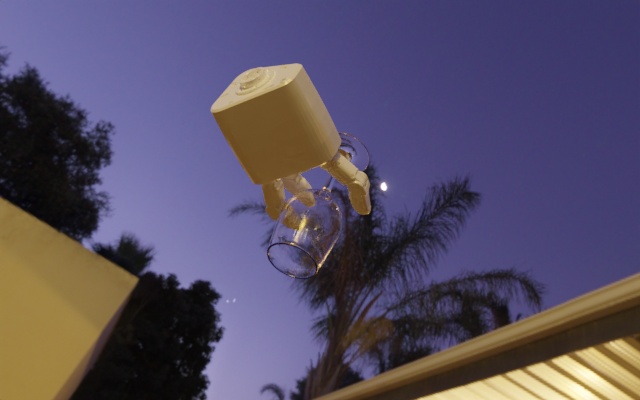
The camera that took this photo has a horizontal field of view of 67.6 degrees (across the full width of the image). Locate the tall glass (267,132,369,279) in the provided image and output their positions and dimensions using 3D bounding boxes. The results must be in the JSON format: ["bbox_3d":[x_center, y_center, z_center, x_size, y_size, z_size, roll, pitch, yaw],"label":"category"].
[{"bbox_3d":[0.000,0.002,0.603,0.079,0.079,0.201,0,43,26],"label":"tall glass"}]
